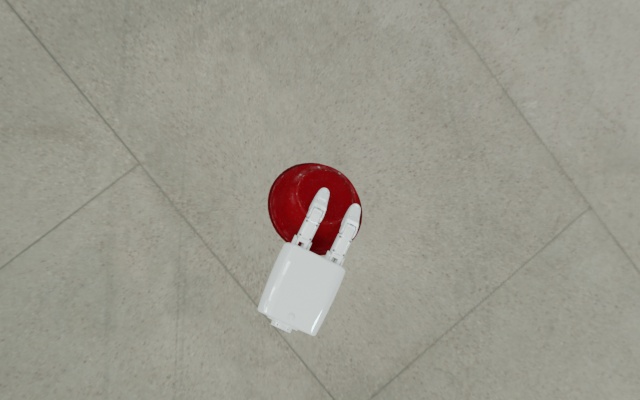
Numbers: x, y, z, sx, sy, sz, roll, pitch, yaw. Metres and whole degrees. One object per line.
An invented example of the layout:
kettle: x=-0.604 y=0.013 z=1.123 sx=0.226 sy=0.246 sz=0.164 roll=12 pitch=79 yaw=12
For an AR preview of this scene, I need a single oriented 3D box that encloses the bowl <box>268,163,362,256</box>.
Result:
bowl: x=0.000 y=0.001 z=0.759 sx=0.162 sy=0.162 sz=0.055 roll=0 pitch=-21 yaw=-18
